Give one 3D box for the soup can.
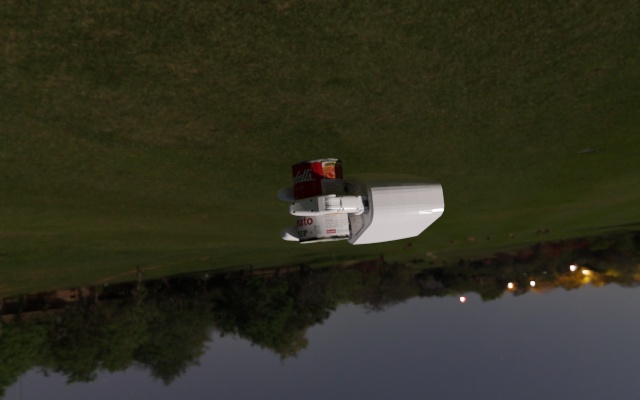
[{"bbox_3d":[0.000,0.002,0.626,0.068,0.102,0.068,-5,-6,-1],"label":"soup can"}]
